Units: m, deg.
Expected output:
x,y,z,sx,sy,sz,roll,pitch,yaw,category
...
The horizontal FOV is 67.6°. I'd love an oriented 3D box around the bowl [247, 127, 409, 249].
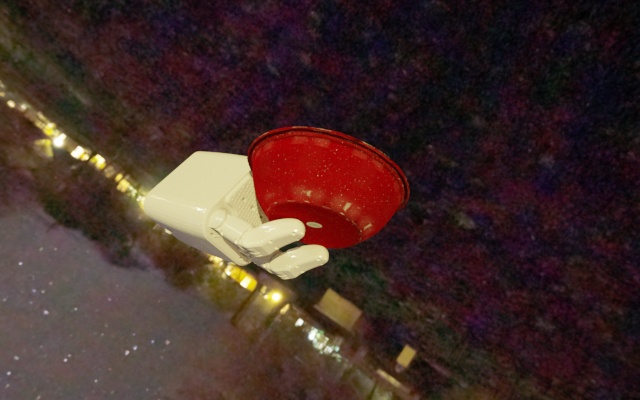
x,y,z,sx,sy,sz,roll,pitch,yaw,category
0.001,0.002,0.454,0.162,0.055,0.162,12,-28,7,bowl
